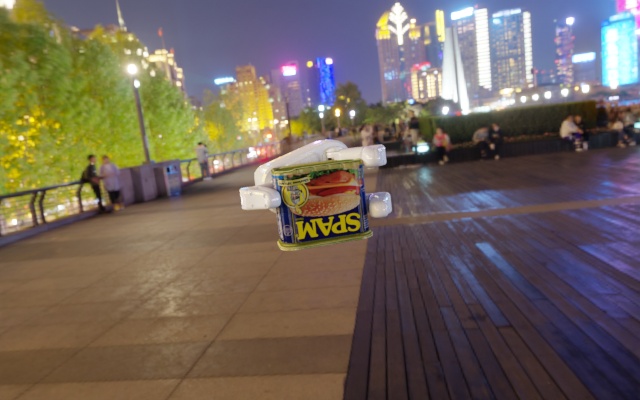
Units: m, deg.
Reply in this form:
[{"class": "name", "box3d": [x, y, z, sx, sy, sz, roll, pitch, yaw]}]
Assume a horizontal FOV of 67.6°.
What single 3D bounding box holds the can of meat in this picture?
[{"class": "can of meat", "box3d": [0.000, 0.001, 0.514, 0.102, 0.084, 0.057, -8, 9, -11]}]
